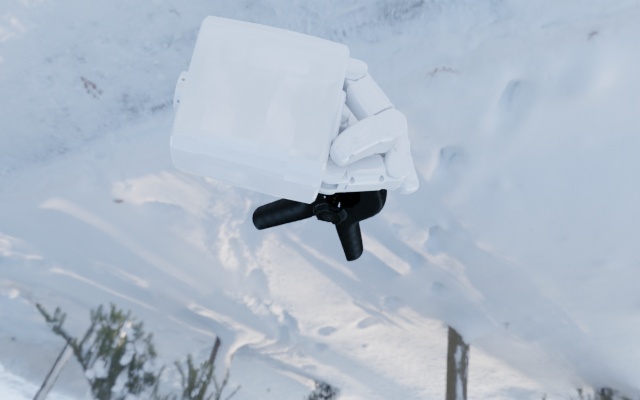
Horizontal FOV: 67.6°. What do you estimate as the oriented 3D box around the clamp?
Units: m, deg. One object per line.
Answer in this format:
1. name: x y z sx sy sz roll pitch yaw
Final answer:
1. clamp: 0.000 0.002 0.440 0.120 0.039 0.172 11 -35 -6
